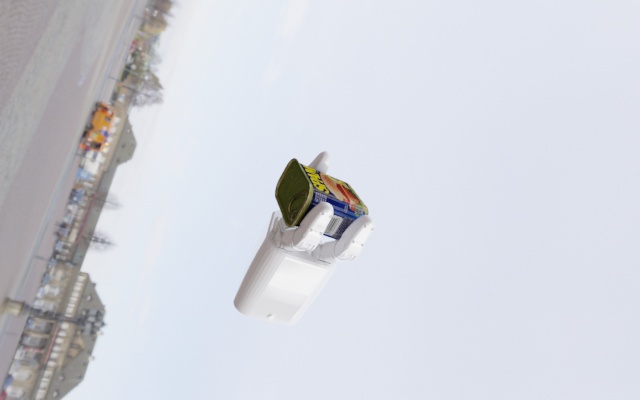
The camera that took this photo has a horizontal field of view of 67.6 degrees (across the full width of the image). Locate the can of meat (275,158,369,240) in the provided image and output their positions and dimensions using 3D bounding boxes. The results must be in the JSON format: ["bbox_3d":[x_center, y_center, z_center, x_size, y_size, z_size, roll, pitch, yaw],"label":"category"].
[{"bbox_3d":[0.000,0.002,0.574,0.084,0.057,0.102,21,20,-26],"label":"can of meat"}]
